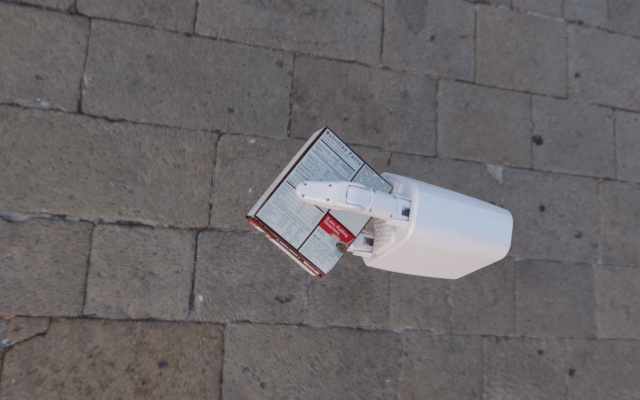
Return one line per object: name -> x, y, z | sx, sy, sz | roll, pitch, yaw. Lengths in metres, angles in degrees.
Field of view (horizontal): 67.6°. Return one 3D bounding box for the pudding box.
pudding box -> 0.000, 0.001, 0.444 | 0.090, 0.113, 0.039 | 41, -17, -10
